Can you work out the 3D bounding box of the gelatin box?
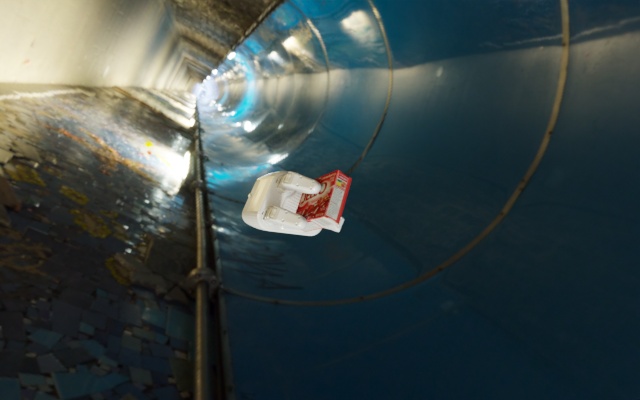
[{"bbox_3d":[0.001,0.002,0.684,0.030,0.073,0.089,29,-25,-26],"label":"gelatin box"}]
